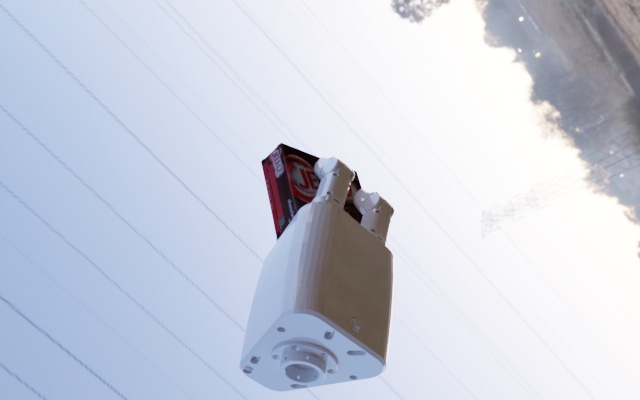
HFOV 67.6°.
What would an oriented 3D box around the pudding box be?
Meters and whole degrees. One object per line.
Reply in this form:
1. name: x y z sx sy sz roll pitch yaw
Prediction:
1. pudding box: 0.000 0.002 0.473 0.039 0.090 0.113 -34 -34 32
